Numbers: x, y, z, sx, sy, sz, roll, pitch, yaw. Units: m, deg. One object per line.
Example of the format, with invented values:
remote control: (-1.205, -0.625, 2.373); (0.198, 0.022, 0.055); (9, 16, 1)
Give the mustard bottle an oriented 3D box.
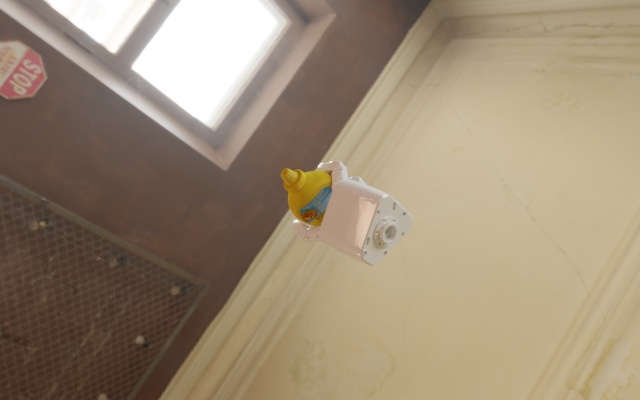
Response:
mustard bottle: (0.000, 0.003, 0.841); (0.192, 0.096, 0.058); (39, 14, -37)
